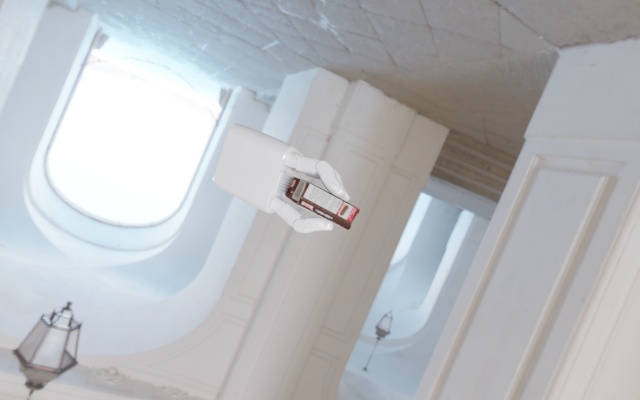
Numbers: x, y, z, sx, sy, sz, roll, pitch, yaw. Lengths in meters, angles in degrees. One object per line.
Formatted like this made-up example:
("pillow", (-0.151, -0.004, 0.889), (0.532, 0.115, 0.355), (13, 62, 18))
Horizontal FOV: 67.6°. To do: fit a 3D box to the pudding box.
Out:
("pudding box", (0.000, 0.002, 0.721), (0.090, 0.039, 0.113), (27, 2, -14))
